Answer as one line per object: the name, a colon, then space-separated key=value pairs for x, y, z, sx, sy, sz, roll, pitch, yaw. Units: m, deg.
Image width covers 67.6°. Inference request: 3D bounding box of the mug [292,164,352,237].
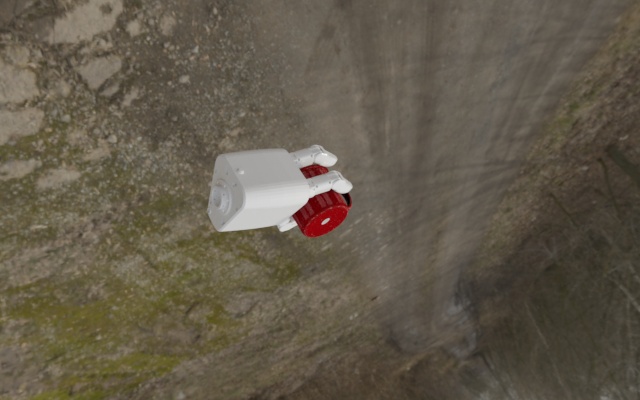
mug: x=0.001 y=0.003 z=0.760 sx=0.117 sy=0.081 sz=0.093 roll=-8 pitch=-35 yaw=-38
